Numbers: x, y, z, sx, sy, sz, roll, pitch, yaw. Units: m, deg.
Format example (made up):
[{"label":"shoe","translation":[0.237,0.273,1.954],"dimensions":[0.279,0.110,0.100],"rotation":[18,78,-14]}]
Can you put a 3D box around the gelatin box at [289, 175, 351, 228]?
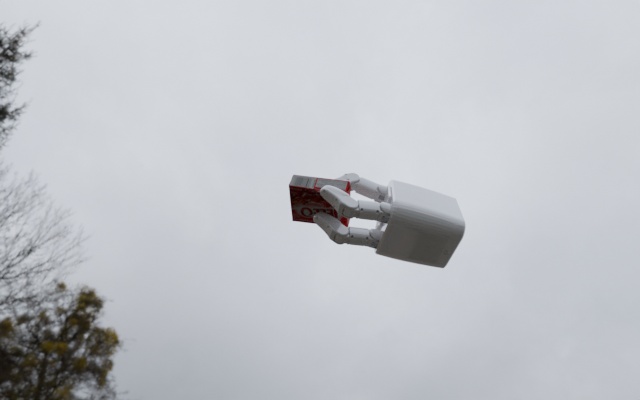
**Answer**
[{"label":"gelatin box","translation":[0.000,0.002,0.712],"dimensions":[0.089,0.073,0.030],"rotation":[7,44,11]}]
